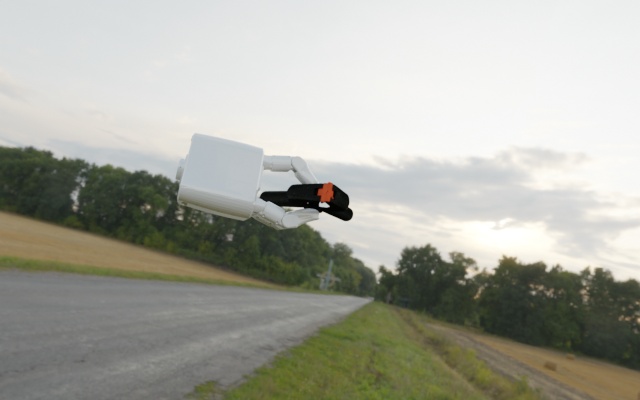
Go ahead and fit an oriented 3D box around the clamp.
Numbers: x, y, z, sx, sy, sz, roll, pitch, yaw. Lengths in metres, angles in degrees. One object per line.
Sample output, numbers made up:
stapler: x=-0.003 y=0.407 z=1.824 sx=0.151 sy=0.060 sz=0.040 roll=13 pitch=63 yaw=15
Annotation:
clamp: x=0.000 y=0.002 z=0.745 sx=0.164 sy=0.036 sz=0.210 roll=11 pitch=-8 yaw=-15
